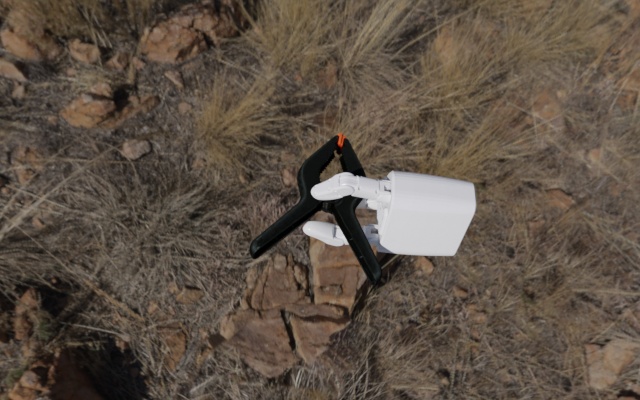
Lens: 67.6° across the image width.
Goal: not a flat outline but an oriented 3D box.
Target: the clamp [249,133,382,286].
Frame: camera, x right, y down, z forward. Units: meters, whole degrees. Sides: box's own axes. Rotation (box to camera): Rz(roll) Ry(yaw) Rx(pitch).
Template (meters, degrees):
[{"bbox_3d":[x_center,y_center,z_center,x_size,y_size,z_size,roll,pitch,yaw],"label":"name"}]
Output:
[{"bbox_3d":[0.000,0.001,0.624,0.164,0.209,0.036,7,-29,-5],"label":"clamp"}]
